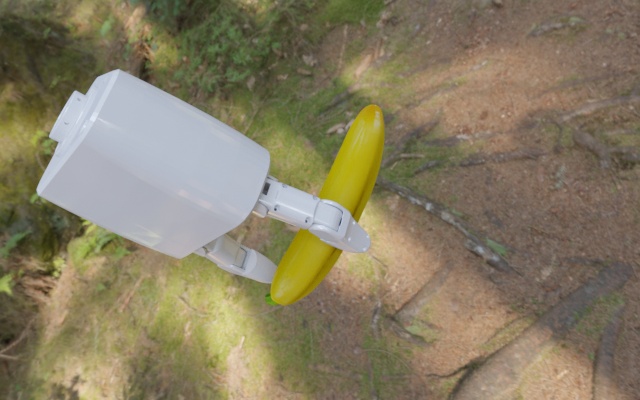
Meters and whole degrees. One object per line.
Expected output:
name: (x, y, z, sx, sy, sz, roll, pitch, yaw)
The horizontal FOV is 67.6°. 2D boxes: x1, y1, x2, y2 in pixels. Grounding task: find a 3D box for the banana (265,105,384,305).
banana: (0.006, 0.009, 0.388, 0.037, 0.198, 0.069, 29, 3, -28)
